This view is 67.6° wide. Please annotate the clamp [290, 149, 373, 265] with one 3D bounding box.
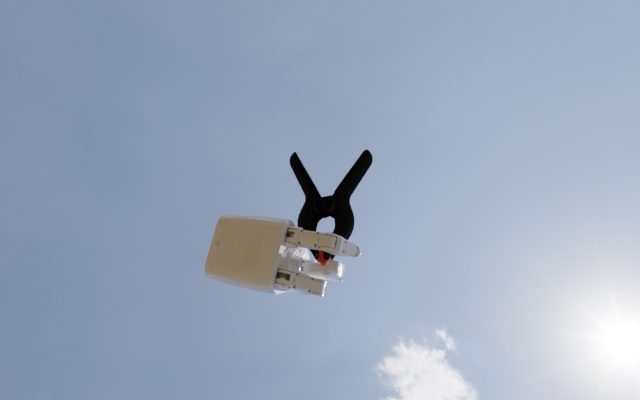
[{"bbox_3d":[0.000,0.003,0.668,0.120,0.171,0.039,6,-20,23],"label":"clamp"}]
